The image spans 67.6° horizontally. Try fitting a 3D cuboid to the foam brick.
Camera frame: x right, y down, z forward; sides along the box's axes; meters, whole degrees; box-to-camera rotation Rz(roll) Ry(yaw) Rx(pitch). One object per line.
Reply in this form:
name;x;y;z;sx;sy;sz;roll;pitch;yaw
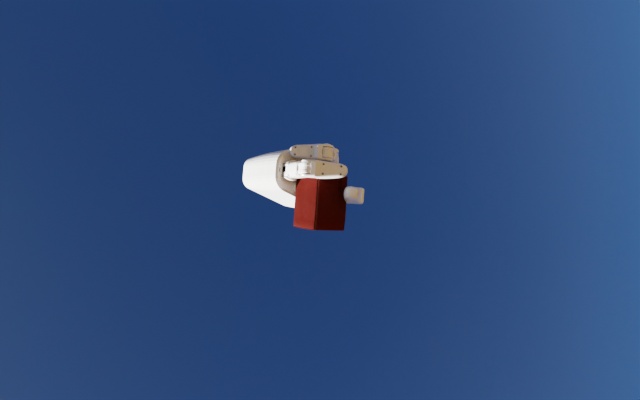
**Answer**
foam brick;0.000;0.002;0.658;0.053;0.078;0.051;7;-4;-38
